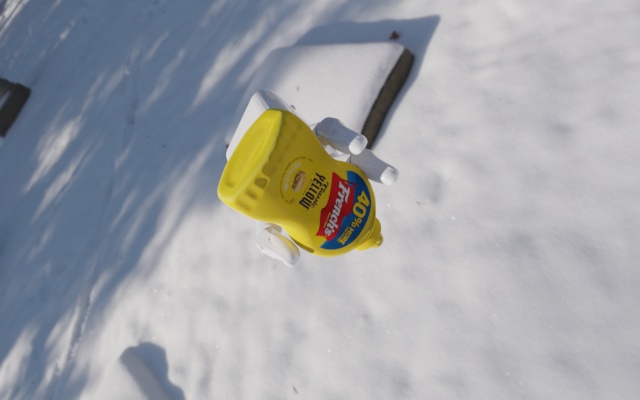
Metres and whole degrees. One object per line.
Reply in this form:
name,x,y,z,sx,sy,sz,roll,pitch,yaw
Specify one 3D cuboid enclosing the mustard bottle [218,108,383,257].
mustard bottle,0.000,0.002,0.462,0.192,0.096,0.058,35,-10,-39
